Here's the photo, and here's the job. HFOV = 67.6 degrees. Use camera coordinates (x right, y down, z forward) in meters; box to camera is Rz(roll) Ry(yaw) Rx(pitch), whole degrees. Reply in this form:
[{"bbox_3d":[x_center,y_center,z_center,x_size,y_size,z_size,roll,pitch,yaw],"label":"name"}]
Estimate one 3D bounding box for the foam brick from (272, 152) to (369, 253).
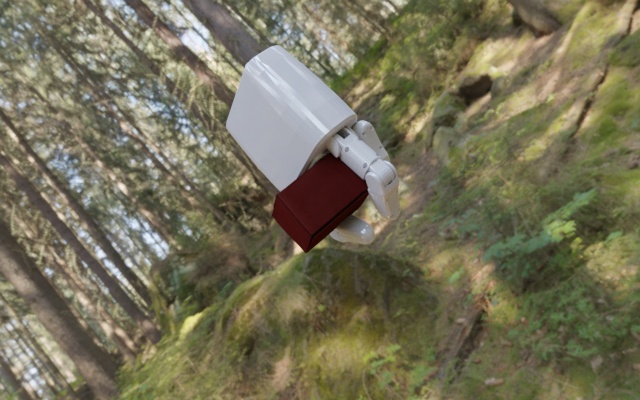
[{"bbox_3d":[0.000,0.002,0.446,0.078,0.051,0.053,-40,-10,-23],"label":"foam brick"}]
